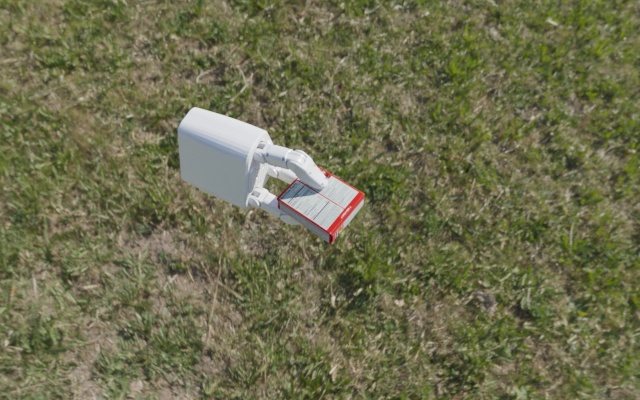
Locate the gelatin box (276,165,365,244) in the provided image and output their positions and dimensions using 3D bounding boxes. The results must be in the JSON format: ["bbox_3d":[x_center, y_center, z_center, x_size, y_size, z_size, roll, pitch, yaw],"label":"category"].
[{"bbox_3d":[0.000,0.002,0.613,0.089,0.073,0.030,32,-26,20],"label":"gelatin box"}]
